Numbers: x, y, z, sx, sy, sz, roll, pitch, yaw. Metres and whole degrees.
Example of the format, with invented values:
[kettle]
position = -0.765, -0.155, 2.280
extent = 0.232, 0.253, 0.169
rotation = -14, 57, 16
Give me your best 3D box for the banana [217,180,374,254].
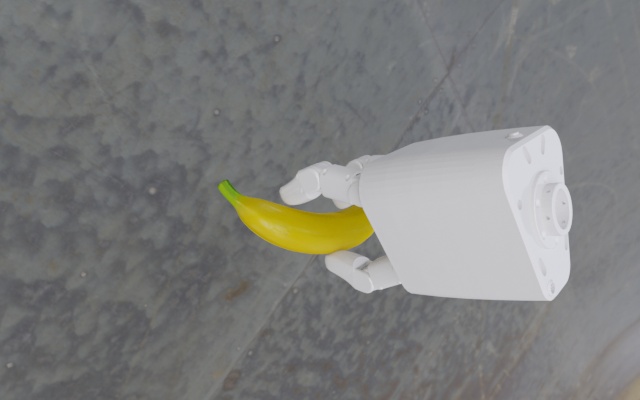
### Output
[banana]
position = 0.002, 0.018, 0.447
extent = 0.198, 0.069, 0.037
rotation = 8, -32, -42
